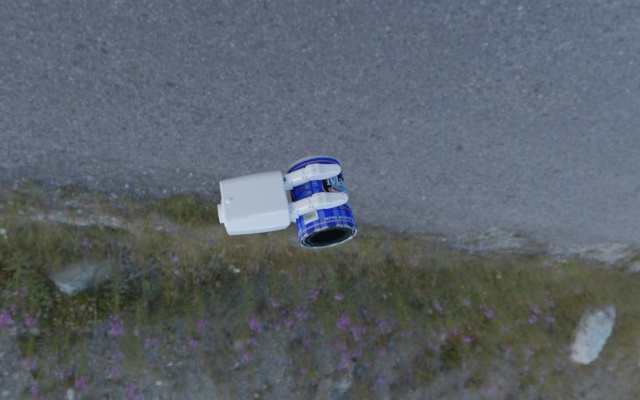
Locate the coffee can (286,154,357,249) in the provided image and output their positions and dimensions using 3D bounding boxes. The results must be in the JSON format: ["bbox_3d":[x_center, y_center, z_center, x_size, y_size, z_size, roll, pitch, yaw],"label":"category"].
[{"bbox_3d":[0.000,0.003,0.856,0.103,0.140,0.103,-11,-23,-5],"label":"coffee can"}]
